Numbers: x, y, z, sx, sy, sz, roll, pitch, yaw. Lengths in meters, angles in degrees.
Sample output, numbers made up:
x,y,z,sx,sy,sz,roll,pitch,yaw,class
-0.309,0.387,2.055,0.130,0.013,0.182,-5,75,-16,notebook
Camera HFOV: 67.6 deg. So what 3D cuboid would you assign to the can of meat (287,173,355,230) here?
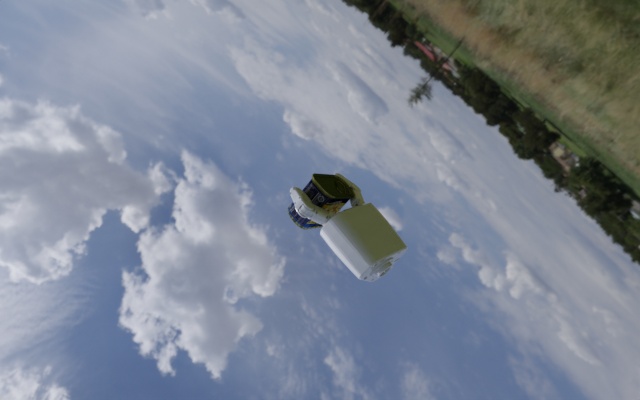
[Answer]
x,y,z,sx,sy,sz,roll,pitch,yaw,class
0.000,0.003,0.841,0.084,0.057,0.102,-50,-23,22,can of meat
